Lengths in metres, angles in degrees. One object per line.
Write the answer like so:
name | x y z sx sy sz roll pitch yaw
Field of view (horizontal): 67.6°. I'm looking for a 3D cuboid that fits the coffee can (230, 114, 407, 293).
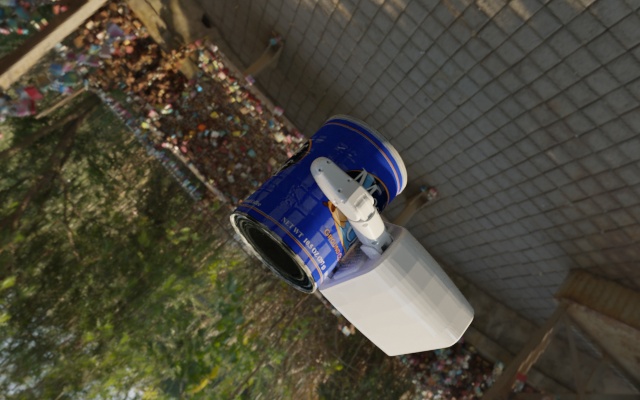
coffee can | 0.000 0.001 0.454 0.140 0.103 0.103 -47 21 -22
